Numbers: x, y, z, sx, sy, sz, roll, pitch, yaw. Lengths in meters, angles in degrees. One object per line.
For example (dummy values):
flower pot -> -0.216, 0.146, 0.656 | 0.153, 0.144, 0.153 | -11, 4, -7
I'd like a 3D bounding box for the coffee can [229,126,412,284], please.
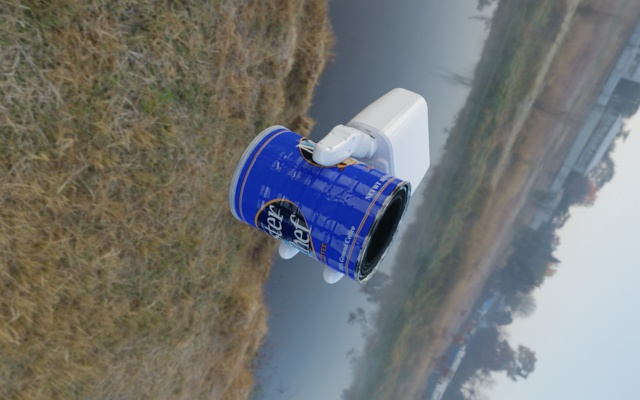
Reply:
coffee can -> 0.000, 0.001, 0.453 | 0.140, 0.103, 0.103 | 26, 9, 20
